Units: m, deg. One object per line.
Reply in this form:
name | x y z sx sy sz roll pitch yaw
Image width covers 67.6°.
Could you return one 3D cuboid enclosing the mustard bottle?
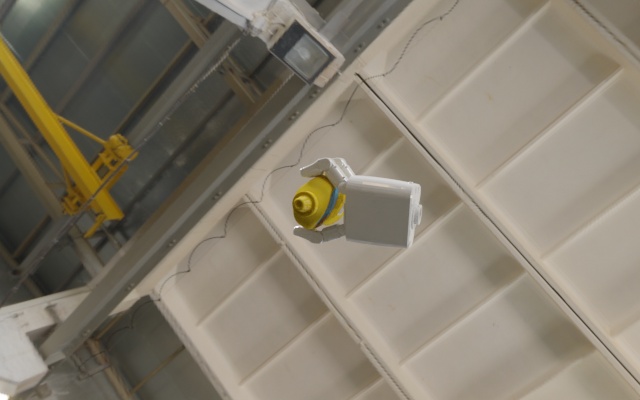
mustard bottle | 0.000 0.003 0.817 0.058 0.096 0.191 33 13 15
